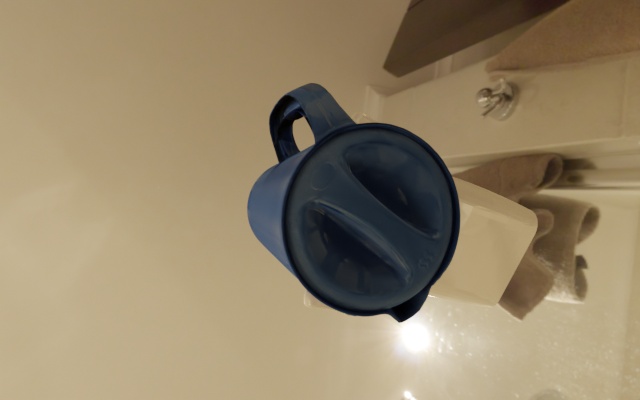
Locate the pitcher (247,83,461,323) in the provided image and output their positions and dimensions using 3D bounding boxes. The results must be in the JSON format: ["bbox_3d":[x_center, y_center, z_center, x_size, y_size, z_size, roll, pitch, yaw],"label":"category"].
[{"bbox_3d":[0.000,0.002,0.432,0.145,0.149,0.243,19,-4,-17],"label":"pitcher"}]
